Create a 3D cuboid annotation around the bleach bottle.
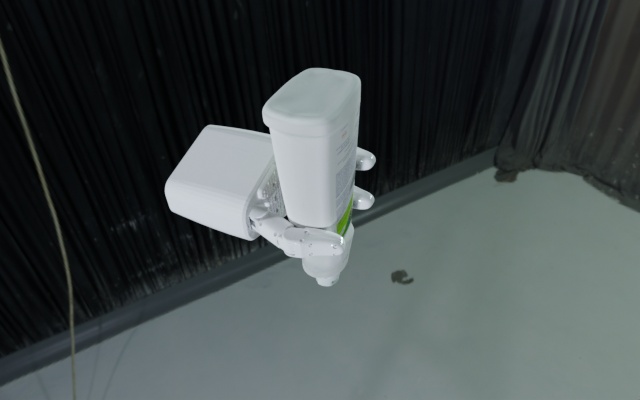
[{"bbox_3d":[0.000,0.002,0.489,0.068,0.251,0.102,14,43,20],"label":"bleach bottle"}]
